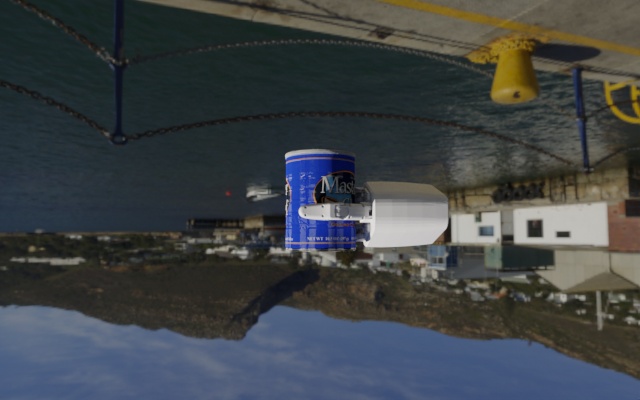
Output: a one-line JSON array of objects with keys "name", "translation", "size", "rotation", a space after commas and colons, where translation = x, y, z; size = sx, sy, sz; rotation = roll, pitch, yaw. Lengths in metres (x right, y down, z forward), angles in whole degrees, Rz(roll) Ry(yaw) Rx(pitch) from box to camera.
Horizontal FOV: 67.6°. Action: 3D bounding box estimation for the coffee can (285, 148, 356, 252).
[{"name": "coffee can", "translation": [0.000, 0.002, 0.694], "size": [0.103, 0.140, 0.103], "rotation": [0, -4, 0]}]
